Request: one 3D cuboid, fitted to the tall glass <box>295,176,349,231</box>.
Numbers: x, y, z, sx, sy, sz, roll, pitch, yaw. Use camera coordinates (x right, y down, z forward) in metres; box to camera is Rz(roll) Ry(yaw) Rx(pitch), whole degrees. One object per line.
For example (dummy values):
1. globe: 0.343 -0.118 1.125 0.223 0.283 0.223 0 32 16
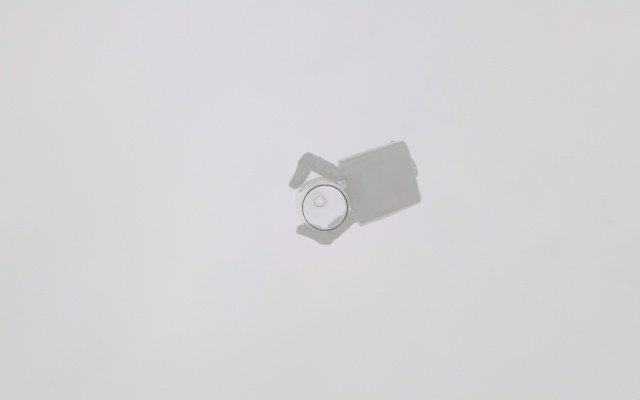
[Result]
1. tall glass: 0.000 0.002 0.728 0.079 0.079 0.201 0 4 -3
